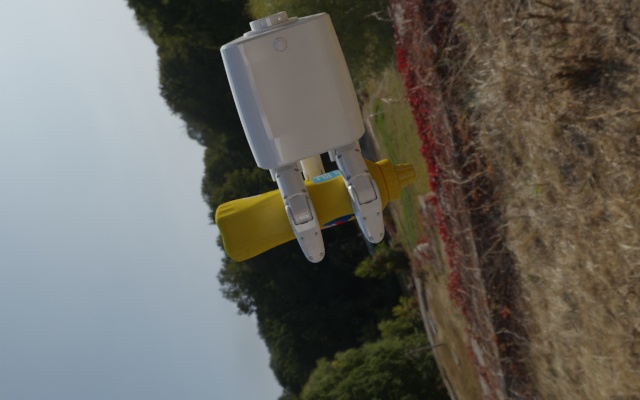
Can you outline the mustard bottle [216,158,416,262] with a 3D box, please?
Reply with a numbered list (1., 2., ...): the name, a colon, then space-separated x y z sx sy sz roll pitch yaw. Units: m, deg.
1. mustard bottle: 0.000 0.002 0.463 0.191 0.058 0.096 -19 -1 -3
